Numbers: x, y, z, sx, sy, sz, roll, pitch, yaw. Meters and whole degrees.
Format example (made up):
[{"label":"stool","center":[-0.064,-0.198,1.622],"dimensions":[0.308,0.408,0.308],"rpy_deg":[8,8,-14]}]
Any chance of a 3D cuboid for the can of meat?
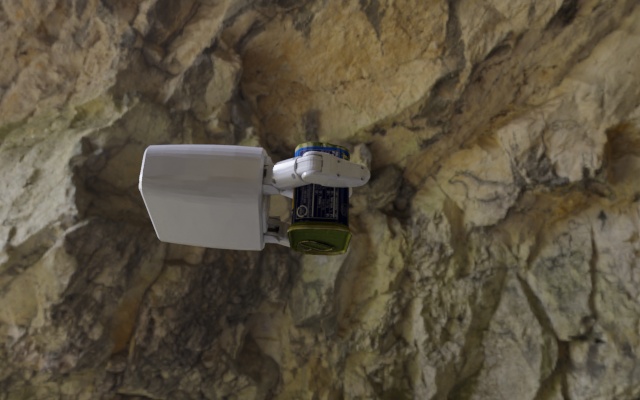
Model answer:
[{"label":"can of meat","center":[0.000,0.001,0.464],"dimensions":[0.057,0.084,0.102],"rpy_deg":[2,-19,0]}]
